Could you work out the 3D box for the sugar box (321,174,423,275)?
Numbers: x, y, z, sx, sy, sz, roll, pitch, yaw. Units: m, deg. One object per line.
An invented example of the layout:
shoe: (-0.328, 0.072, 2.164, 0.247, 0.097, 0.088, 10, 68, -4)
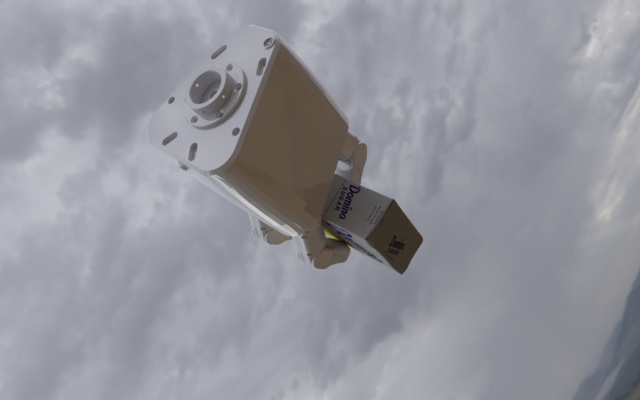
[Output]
sugar box: (0.000, 0.002, 0.440, 0.176, 0.048, 0.093, 29, -8, 35)
